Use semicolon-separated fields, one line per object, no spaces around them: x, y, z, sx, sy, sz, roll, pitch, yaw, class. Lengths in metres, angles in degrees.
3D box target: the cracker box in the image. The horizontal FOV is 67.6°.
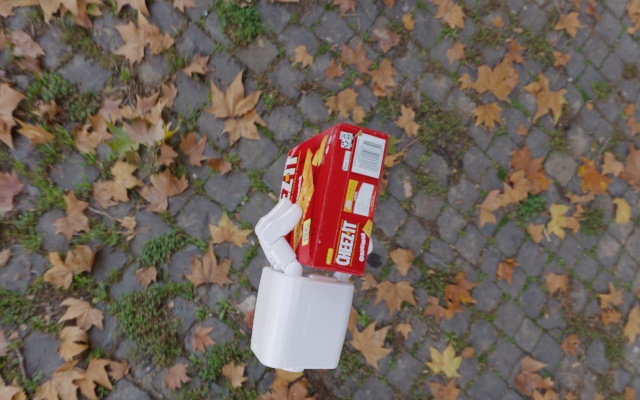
0.000;0.002;0.617;0.072;0.164;0.213;13;-6;-18;cracker box
